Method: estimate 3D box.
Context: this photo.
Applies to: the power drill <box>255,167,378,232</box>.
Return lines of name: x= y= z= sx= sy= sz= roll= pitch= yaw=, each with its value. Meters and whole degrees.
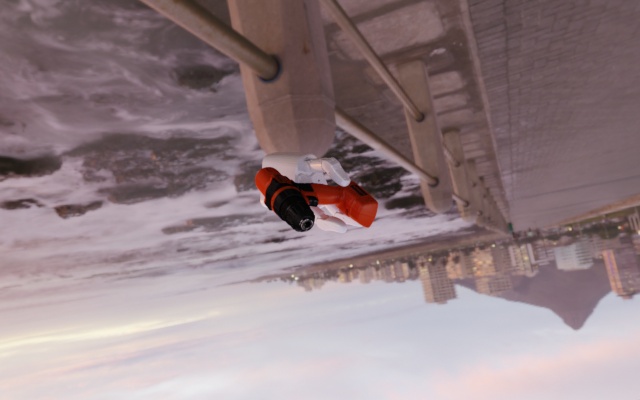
power drill: x=0.000 y=0.003 z=0.793 sx=0.187 sy=0.057 sz=0.184 roll=8 pitch=23 yaw=-31
